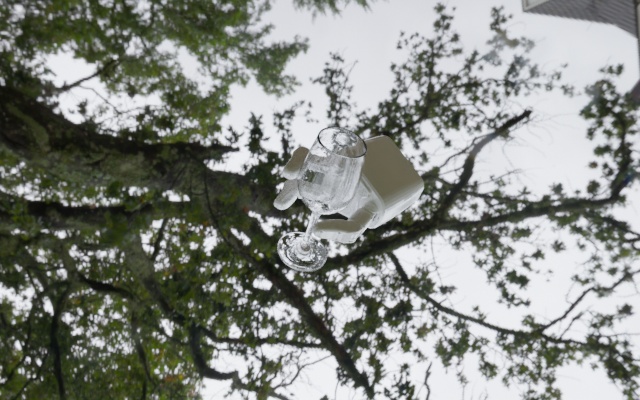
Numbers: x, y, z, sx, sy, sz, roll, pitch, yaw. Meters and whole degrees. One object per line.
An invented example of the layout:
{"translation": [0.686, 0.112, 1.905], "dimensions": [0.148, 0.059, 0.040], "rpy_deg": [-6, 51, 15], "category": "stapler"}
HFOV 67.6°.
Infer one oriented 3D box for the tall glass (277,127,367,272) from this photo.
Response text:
{"translation": [0.000, 0.003, 0.629], "dimensions": [0.079, 0.201, 0.079], "rpy_deg": [12, 41, -10], "category": "tall glass"}
